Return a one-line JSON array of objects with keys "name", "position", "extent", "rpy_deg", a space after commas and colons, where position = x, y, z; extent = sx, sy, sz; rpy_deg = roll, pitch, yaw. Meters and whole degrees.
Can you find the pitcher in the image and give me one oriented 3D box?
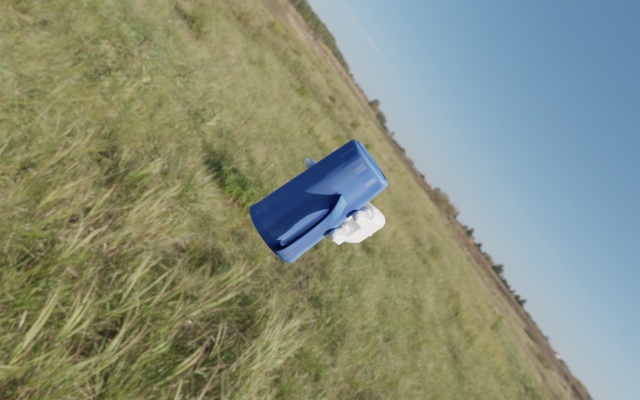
[{"name": "pitcher", "position": [0.000, 0.003, 0.880], "extent": [0.243, 0.149, 0.145], "rpy_deg": [-36, -22, 11]}]
